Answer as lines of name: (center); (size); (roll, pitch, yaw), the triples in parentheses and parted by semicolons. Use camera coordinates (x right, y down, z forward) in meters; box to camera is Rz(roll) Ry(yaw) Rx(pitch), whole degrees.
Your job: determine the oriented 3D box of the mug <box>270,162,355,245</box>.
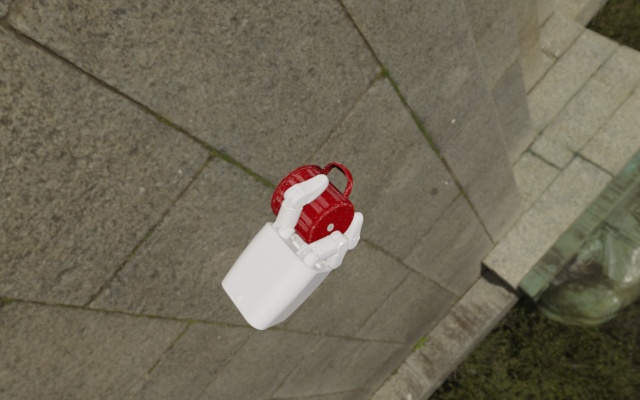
mug: (0.001, 0.001, 0.651); (0.081, 0.117, 0.093); (45, 10, 32)
